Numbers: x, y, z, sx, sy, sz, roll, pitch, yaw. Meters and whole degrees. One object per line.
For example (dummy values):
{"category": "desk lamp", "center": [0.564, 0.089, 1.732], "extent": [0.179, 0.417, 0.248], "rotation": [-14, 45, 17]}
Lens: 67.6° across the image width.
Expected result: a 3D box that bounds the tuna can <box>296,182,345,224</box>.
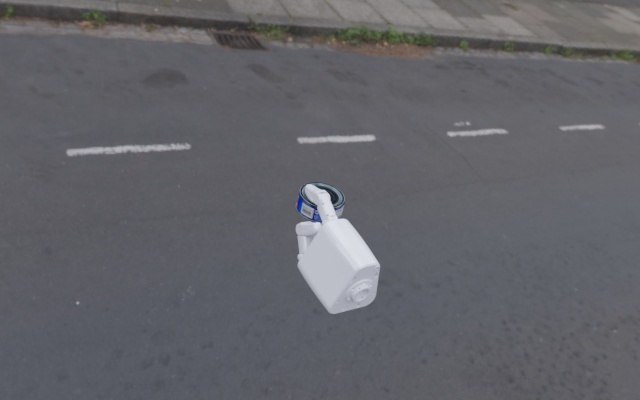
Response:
{"category": "tuna can", "center": [0.000, 0.002, 0.857], "extent": [0.086, 0.034, 0.086], "rotation": [10, 33, -6]}
